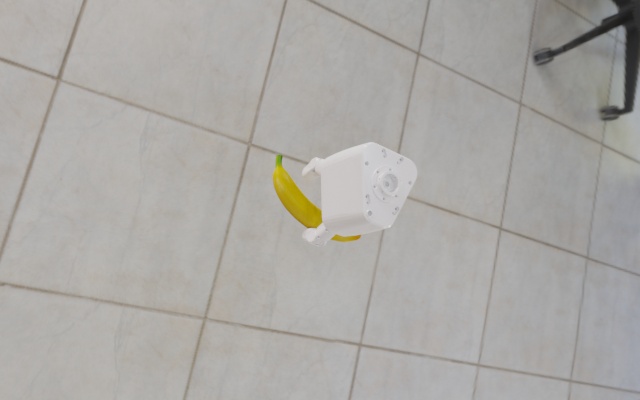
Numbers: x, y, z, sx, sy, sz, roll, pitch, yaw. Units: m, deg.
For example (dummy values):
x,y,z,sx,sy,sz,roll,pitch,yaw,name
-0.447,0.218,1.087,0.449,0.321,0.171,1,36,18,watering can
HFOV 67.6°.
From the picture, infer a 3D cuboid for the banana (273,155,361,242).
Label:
x,y,z,sx,sy,sz,roll,pitch,yaw,name
-0.012,0.013,0.772,0.198,0.069,0.037,45,-30,-14,banana
